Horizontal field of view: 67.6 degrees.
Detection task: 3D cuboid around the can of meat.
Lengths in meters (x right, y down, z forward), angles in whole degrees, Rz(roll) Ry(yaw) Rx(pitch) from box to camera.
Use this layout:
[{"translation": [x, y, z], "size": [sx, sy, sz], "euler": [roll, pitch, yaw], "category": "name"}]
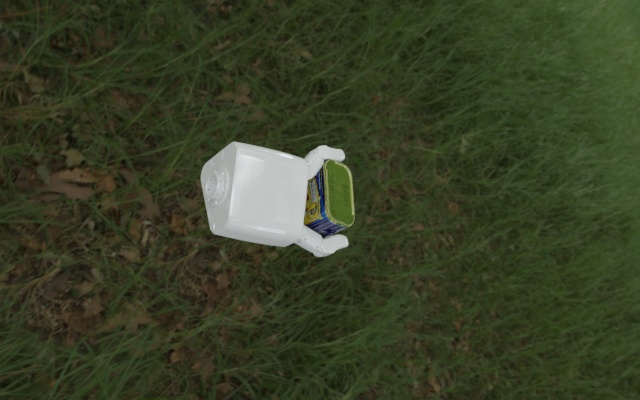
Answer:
[{"translation": [0.000, 0.002, 0.675], "size": [0.057, 0.102, 0.084], "euler": [17, -31, -37], "category": "can of meat"}]
